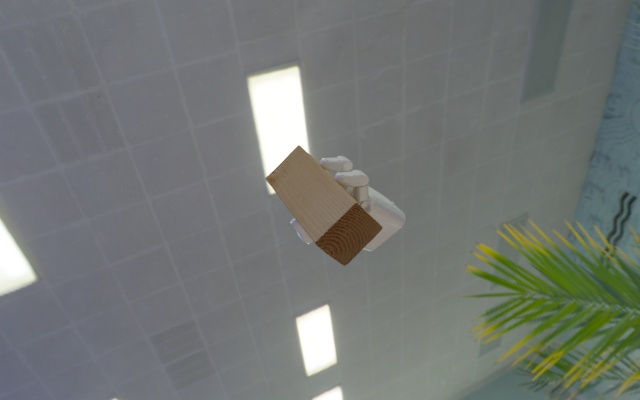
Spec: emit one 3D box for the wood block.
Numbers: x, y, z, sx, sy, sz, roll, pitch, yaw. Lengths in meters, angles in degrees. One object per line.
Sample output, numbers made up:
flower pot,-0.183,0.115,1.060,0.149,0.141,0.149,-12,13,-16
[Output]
wood block,0.000,0.003,0.814,0.090,0.091,0.206,41,5,-42
